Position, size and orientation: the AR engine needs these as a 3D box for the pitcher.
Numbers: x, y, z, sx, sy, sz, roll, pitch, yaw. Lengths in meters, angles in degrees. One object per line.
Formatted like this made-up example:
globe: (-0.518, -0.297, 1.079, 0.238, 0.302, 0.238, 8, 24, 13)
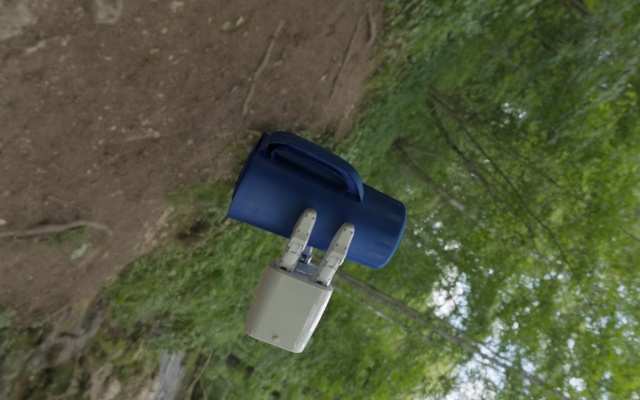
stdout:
pitcher: (0.000, 0.002, 0.686, 0.243, 0.145, 0.149, 23, 5, -7)
